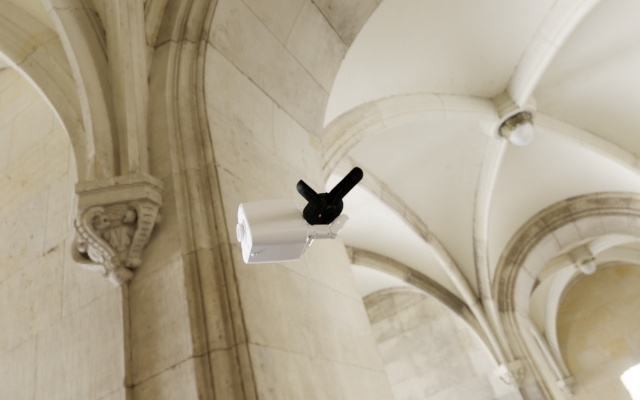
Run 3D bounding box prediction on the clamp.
[{"bbox_3d":[0.000,0.002,0.862,0.120,0.039,0.172,-4,-36,-21],"label":"clamp"}]
